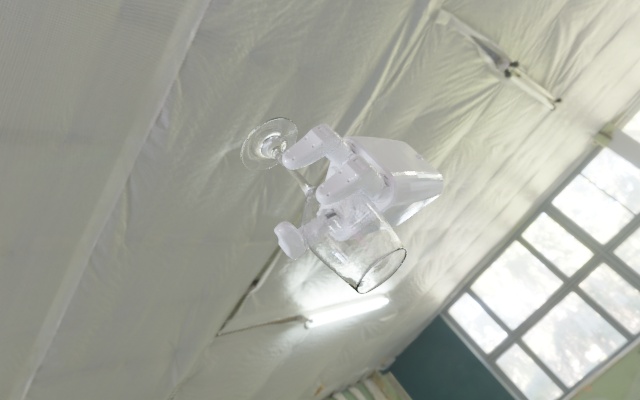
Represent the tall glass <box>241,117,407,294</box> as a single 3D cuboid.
[{"bbox_3d":[0.000,0.001,0.494,0.079,0.079,0.201,0,41,-50],"label":"tall glass"}]
